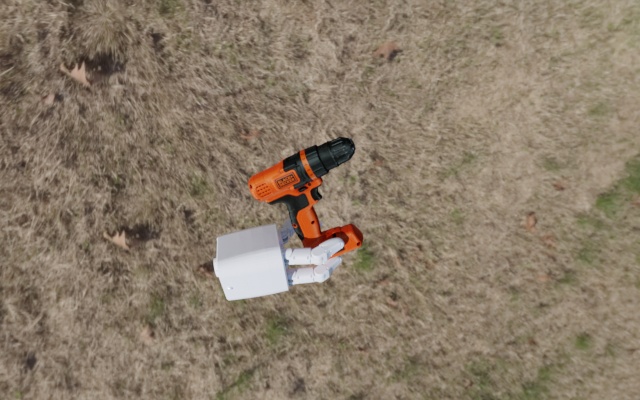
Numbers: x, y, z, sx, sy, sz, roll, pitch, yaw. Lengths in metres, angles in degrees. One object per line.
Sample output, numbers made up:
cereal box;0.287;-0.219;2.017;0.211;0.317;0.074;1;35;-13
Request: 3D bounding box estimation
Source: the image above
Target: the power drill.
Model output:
power drill;0.000;0.003;0.790;0.184;0.188;0.057;-23;21;14
